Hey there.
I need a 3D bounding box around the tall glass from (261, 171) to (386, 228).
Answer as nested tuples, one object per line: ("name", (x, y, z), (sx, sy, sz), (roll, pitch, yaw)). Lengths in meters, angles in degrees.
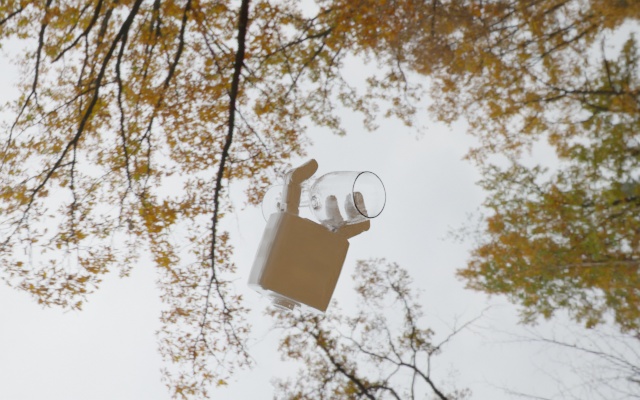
("tall glass", (0.000, 0.002, 0.688), (0.079, 0.079, 0.201), (0, -6, -40))
